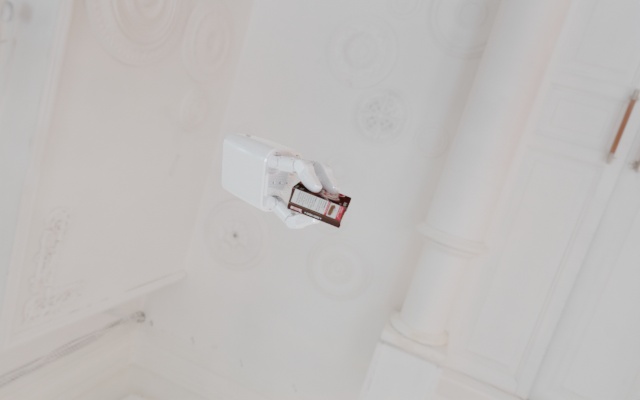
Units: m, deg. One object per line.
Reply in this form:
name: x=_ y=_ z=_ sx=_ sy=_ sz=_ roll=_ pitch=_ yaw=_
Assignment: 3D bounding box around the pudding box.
pudding box: x=0.000 y=0.003 z=0.764 sx=0.090 sy=0.039 sz=0.113 roll=20 pitch=12 yaw=3
